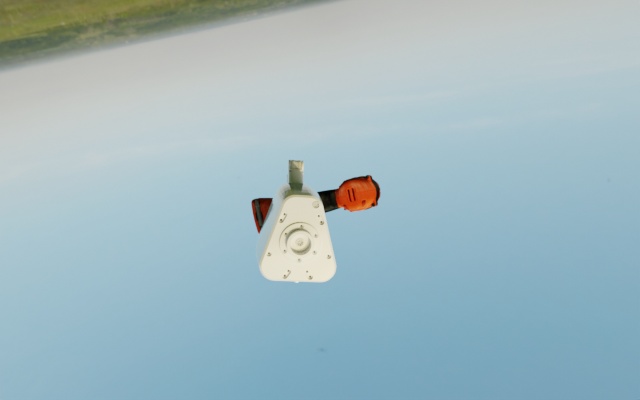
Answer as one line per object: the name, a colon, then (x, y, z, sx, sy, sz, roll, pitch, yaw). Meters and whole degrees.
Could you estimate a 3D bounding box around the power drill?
power drill: (0.000, 0.003, 0.748, 0.187, 0.057, 0.184, -15, -3, 14)
